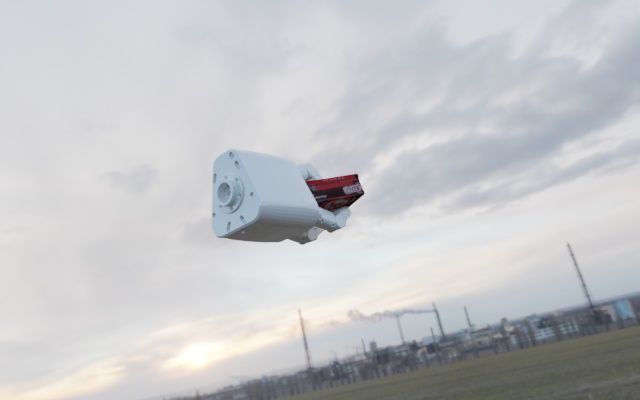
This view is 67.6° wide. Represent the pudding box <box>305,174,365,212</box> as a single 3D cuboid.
[{"bbox_3d":[0.000,0.002,0.710,0.090,0.039,0.113,-9,-16,-26],"label":"pudding box"}]
